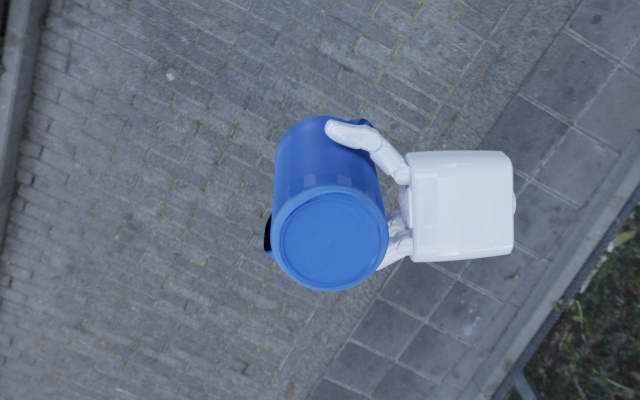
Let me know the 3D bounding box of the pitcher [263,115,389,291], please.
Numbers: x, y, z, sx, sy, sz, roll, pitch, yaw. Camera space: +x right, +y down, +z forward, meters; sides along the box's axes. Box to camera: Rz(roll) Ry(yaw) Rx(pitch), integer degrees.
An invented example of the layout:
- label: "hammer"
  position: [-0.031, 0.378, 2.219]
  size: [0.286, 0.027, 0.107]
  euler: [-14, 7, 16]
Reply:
- label: "pitcher"
  position: [0.000, 0.002, 0.536]
  size: [0.145, 0.149, 0.242]
  euler: [-1, 22, 0]
